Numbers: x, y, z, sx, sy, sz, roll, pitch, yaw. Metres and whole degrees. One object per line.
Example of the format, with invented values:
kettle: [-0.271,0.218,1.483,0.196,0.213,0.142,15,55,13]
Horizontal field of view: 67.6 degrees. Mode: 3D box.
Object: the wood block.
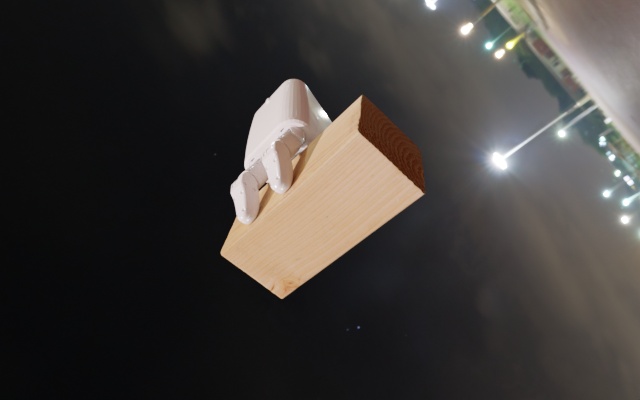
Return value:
wood block: [0.000,0.002,0.505,0.206,0.091,0.090,-40,21,29]
